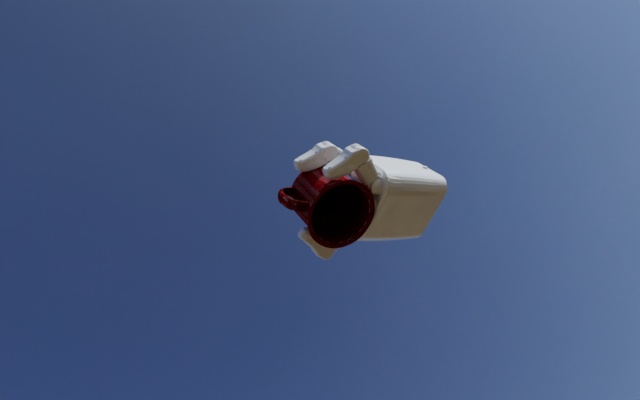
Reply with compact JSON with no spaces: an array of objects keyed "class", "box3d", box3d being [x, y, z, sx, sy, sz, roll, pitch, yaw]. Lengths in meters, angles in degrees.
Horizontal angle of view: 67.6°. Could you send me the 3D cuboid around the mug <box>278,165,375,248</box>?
[{"class":"mug","box3d":[-0.001,0.002,0.615,0.117,0.093,0.081,3,21,-27]}]
